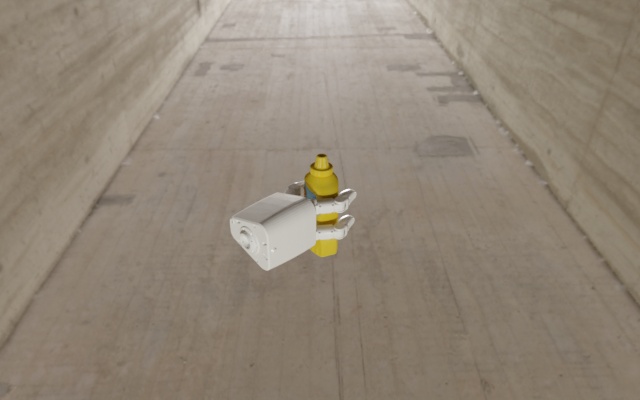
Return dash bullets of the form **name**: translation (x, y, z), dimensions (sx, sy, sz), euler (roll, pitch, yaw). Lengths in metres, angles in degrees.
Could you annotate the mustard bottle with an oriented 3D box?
- **mustard bottle**: translation (0.000, 0.003, 0.881), dimensions (0.058, 0.192, 0.096), euler (-11, 34, -17)
